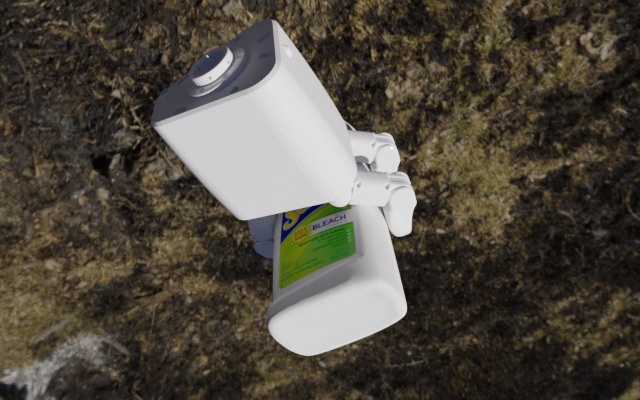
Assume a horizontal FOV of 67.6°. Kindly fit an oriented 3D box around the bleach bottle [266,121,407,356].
[{"bbox_3d":[0.000,0.001,0.428,0.102,0.250,0.068,-26,-49,15],"label":"bleach bottle"}]
